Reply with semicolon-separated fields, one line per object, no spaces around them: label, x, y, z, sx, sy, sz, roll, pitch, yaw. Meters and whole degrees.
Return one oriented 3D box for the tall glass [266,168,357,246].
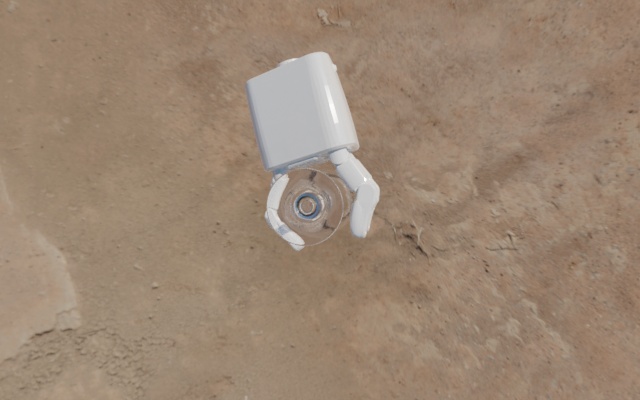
tall glass;0.000;0.002;0.546;0.079;0.079;0.201;0;2;9
